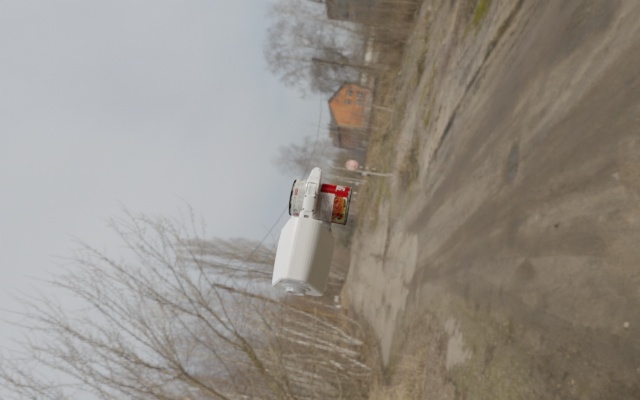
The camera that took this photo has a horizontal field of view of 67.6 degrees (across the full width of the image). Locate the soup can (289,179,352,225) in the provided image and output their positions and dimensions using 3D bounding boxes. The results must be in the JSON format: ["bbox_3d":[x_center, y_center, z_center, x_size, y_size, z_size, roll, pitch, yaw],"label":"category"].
[{"bbox_3d":[0.000,0.002,0.843,0.102,0.068,0.068,9,1,5],"label":"soup can"}]
